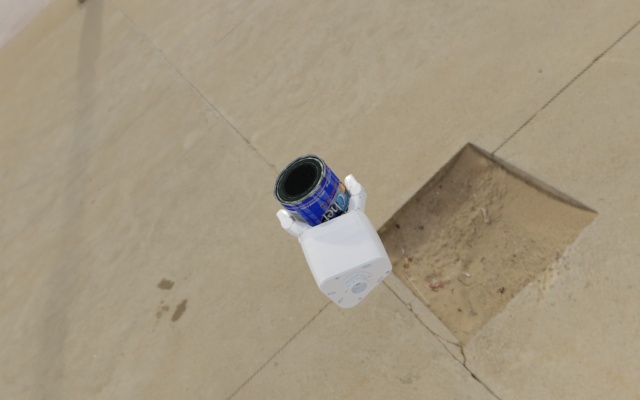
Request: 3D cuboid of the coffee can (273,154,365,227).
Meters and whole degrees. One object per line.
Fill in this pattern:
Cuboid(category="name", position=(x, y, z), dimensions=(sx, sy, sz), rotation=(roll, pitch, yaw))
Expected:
Cuboid(category="coffee can", position=(0.000, 0.003, 0.828), dimensions=(0.103, 0.102, 0.140), rotation=(0, -33, 38))
